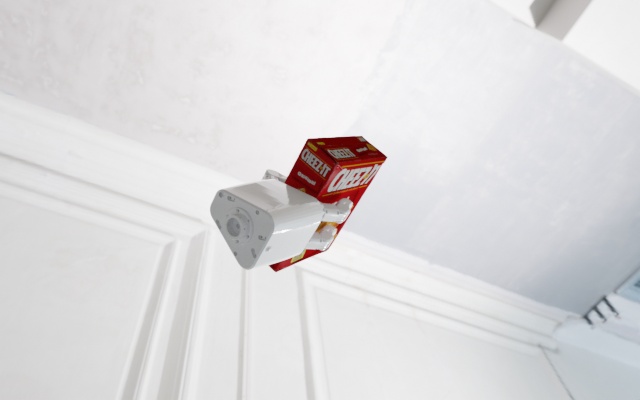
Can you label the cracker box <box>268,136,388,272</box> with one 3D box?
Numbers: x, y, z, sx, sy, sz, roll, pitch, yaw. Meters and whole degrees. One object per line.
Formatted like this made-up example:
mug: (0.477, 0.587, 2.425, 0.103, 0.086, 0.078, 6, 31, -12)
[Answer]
cracker box: (0.000, 0.003, 0.777, 0.072, 0.214, 0.164, 42, 28, 21)
